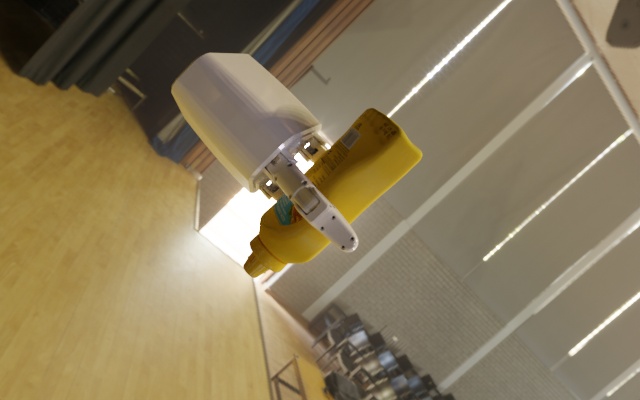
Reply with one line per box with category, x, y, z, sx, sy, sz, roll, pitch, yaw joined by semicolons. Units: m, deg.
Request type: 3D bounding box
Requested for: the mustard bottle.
mustard bottle;0.000;0.002;0.442;0.058;0.191;0.096;43;7;-24
